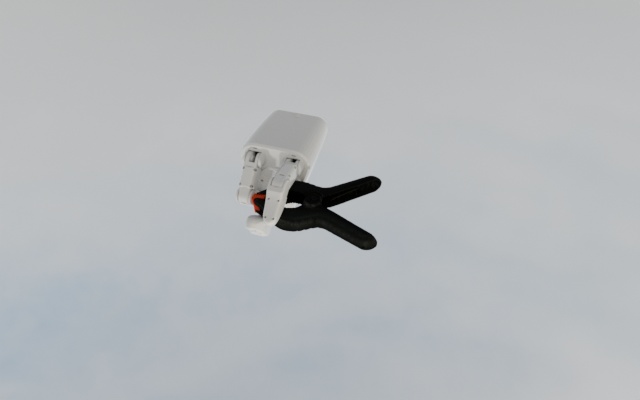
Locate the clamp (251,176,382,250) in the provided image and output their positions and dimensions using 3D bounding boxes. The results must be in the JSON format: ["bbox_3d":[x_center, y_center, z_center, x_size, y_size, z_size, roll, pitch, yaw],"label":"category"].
[{"bbox_3d":[0.000,0.003,0.623,0.171,0.039,0.120,12,41,11],"label":"clamp"}]
